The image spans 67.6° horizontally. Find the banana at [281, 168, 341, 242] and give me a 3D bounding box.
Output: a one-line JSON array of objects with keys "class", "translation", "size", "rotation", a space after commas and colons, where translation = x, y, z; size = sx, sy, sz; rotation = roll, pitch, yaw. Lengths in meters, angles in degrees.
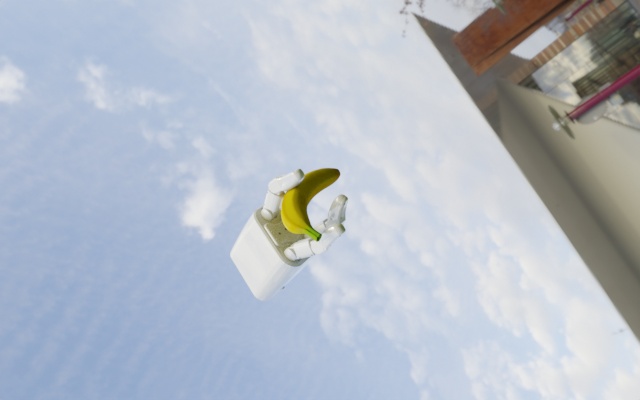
[{"class": "banana", "translation": [-0.018, -0.003, 0.711], "size": [0.069, 0.037, 0.197], "rotation": [23, 34, -3]}]
